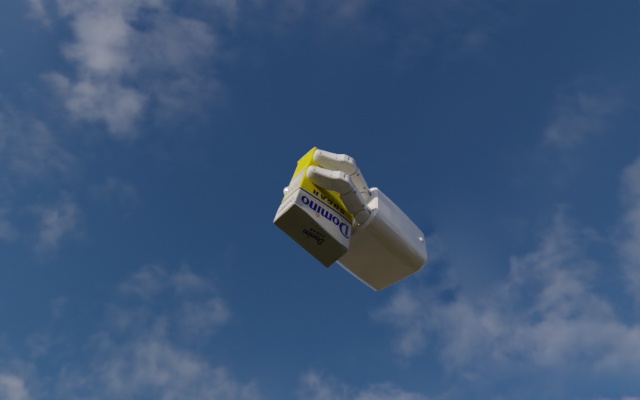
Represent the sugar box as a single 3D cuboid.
[{"bbox_3d":[0.001,0.002,0.643,0.048,0.093,0.176,-42,16,23],"label":"sugar box"}]
